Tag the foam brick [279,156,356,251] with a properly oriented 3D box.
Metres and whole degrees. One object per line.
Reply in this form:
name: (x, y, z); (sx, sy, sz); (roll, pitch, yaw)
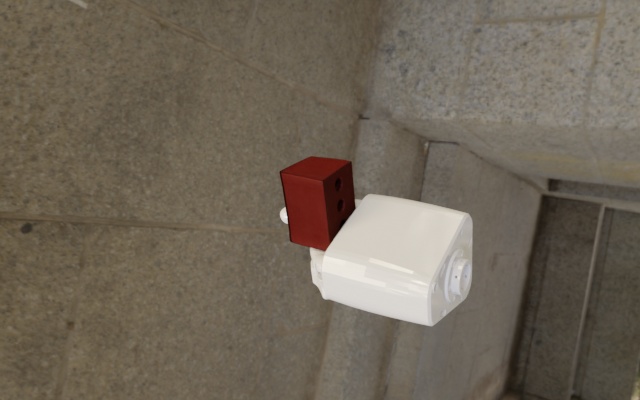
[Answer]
foam brick: (0.000, 0.001, 0.469); (0.051, 0.078, 0.053); (10, 29, 34)
